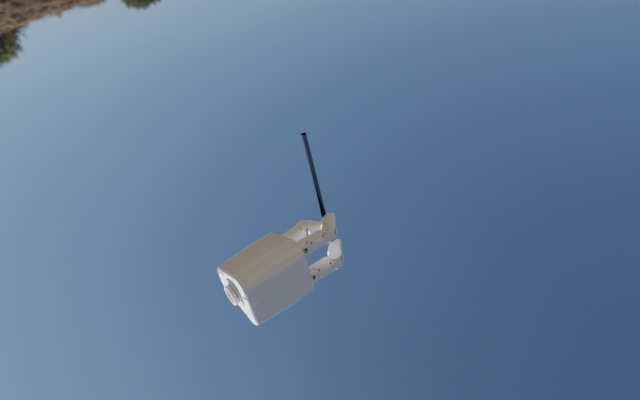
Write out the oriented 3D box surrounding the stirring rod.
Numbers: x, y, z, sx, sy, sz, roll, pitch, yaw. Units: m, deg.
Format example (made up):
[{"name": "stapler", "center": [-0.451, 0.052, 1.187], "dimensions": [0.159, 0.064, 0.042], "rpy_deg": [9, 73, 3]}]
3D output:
[{"name": "stirring rod", "center": [0.000, 0.002, 0.756], "dimensions": [0.011, 0.240, 0.011], "rpy_deg": [-10, 32, 6]}]
